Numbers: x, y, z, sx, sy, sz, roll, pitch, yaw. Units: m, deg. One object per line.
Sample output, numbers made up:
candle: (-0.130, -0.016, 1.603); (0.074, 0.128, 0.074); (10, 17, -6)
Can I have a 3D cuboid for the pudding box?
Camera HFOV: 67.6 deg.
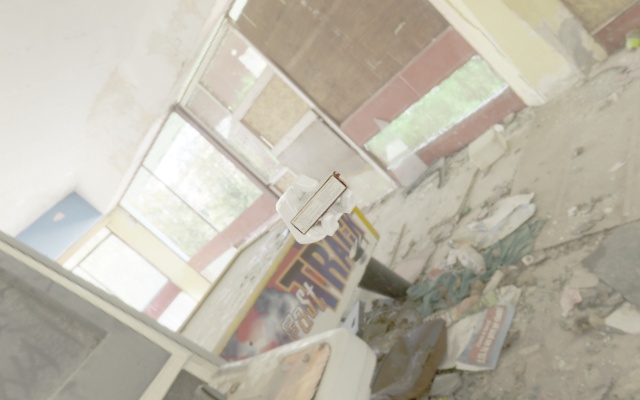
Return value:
pudding box: (0.000, 0.003, 0.830); (0.039, 0.113, 0.090); (40, 8, -2)
